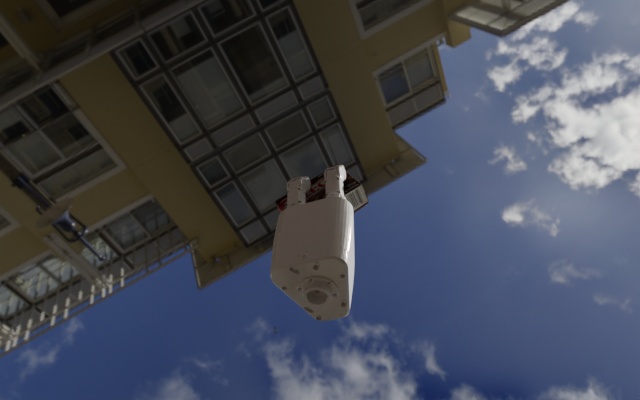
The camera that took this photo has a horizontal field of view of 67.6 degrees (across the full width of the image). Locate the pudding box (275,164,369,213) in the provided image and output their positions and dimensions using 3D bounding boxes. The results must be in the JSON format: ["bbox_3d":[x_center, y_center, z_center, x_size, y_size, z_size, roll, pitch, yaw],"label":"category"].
[{"bbox_3d":[0.000,0.002,0.682,0.113,0.039,0.090,-30,31,-8],"label":"pudding box"}]
